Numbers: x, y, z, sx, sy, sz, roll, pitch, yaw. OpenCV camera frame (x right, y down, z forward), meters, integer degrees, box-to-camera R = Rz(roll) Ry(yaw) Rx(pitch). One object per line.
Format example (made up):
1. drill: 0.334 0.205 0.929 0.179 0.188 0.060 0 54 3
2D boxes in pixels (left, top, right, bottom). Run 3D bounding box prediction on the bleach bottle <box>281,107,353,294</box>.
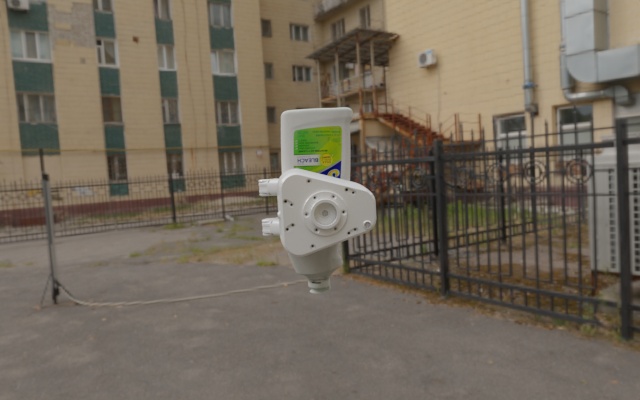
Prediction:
1. bleach bottle: 0.000 0.002 0.664 0.102 0.251 0.068 -4 4 -5
